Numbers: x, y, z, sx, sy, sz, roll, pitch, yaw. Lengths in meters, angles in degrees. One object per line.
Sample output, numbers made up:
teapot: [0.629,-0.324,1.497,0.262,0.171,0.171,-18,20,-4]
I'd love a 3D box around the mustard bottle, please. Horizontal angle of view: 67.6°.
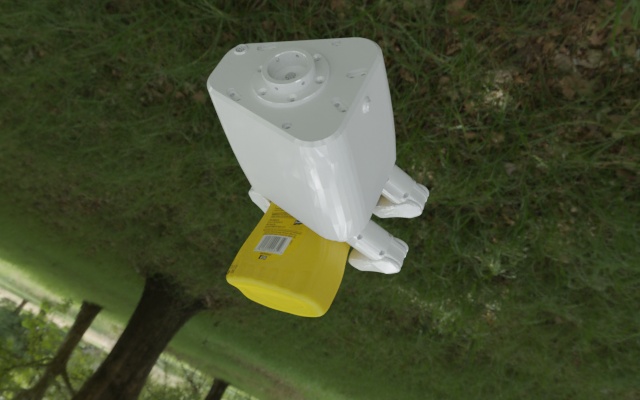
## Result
mustard bottle: [0.000,0.002,0.417,0.096,0.191,0.058,1,-36,42]
